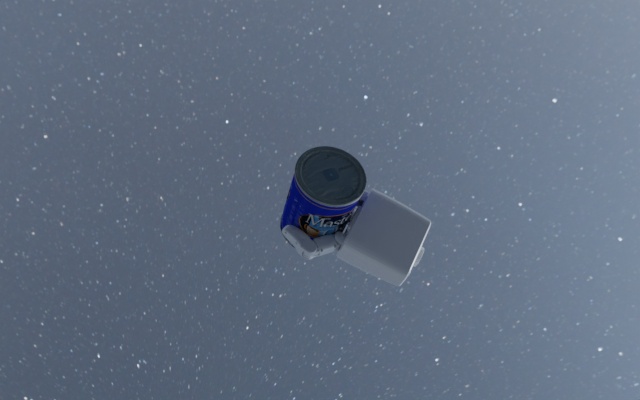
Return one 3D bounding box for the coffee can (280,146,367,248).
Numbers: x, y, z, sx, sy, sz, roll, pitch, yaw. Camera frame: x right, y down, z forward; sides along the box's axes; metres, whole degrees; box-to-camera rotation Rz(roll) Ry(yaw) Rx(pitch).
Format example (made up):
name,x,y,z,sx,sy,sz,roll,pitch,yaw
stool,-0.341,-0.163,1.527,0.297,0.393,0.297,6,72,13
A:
name,x,y,z,sx,sy,sz,roll,pitch,yaw
coffee can,0.000,0.002,0.717,0.103,0.102,0.140,0,-34,-15
